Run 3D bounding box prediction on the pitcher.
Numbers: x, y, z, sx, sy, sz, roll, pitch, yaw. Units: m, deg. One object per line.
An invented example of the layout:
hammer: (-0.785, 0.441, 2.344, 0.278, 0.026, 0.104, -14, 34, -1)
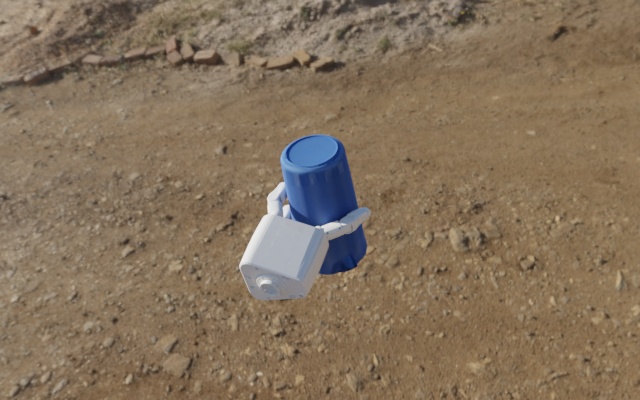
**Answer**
pitcher: (0.000, 0.003, 0.861, 0.149, 0.243, 0.145, 6, 44, 21)
